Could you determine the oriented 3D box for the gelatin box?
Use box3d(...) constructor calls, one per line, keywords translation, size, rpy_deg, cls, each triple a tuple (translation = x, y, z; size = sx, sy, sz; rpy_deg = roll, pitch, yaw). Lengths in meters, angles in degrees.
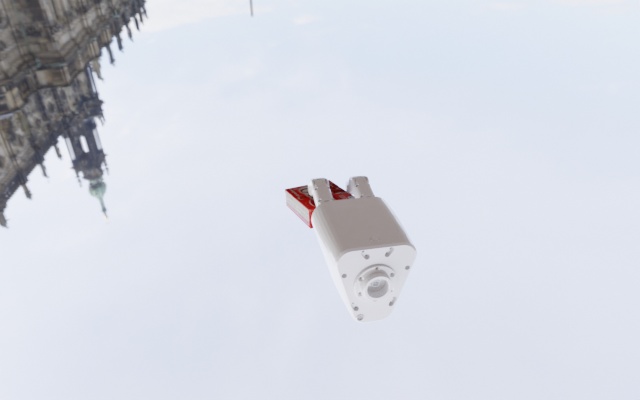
box3d(translation=(0.000, 0.003, 0.671), size=(0.073, 0.030, 0.089), rpy_deg=(-13, 25, -22), cls="gelatin box")
